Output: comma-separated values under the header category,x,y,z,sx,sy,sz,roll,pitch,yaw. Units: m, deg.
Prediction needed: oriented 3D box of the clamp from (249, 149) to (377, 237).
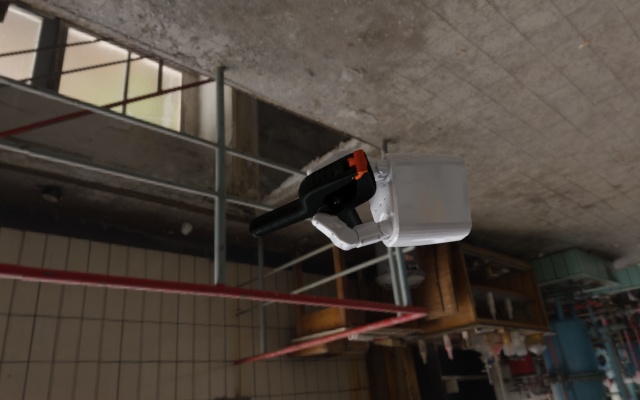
category,x,y,z,sx,sy,sz,roll,pitch,yaw
clamp,0.001,0.002,0.593,0.164,0.036,0.210,-4,-23,-15
